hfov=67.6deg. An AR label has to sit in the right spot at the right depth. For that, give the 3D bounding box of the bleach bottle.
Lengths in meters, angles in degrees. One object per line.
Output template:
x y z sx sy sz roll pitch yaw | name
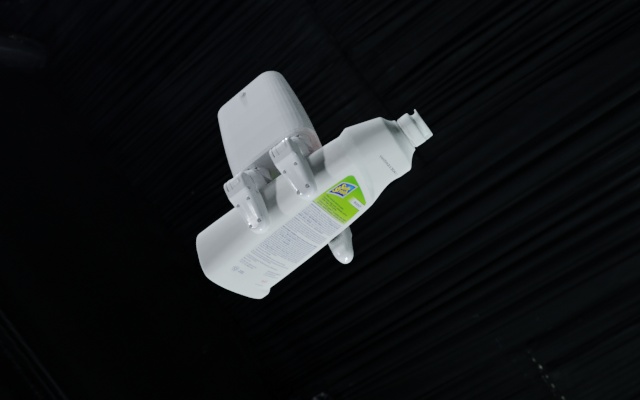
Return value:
0.000 0.002 0.474 0.251 0.068 0.103 -35 -37 15 | bleach bottle
